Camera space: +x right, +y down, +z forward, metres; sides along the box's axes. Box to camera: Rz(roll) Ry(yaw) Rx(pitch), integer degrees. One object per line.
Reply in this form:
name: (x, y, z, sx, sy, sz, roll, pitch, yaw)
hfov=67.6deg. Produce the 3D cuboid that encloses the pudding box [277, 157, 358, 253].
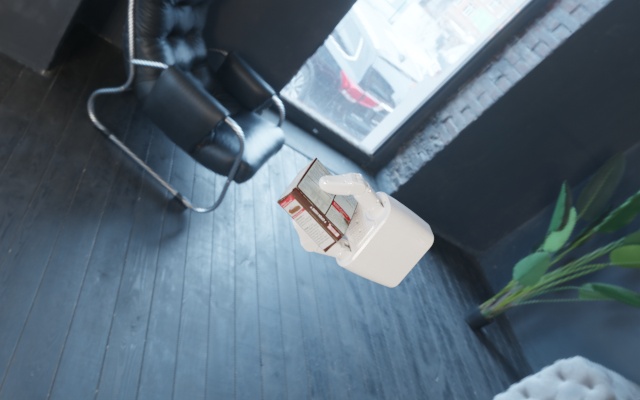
pudding box: (0.000, 0.002, 0.627, 0.039, 0.090, 0.113, -40, 9, 24)
